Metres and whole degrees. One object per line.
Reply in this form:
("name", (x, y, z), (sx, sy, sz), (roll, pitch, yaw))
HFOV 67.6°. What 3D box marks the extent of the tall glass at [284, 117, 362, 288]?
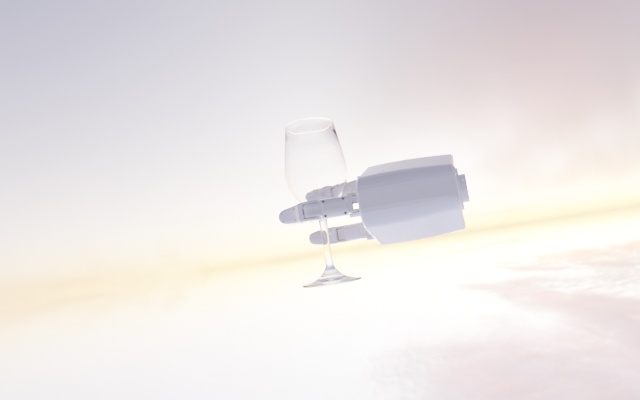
("tall glass", (0.000, 0.003, 0.590), (0.079, 0.201, 0.079), (-9, -6, -1))
